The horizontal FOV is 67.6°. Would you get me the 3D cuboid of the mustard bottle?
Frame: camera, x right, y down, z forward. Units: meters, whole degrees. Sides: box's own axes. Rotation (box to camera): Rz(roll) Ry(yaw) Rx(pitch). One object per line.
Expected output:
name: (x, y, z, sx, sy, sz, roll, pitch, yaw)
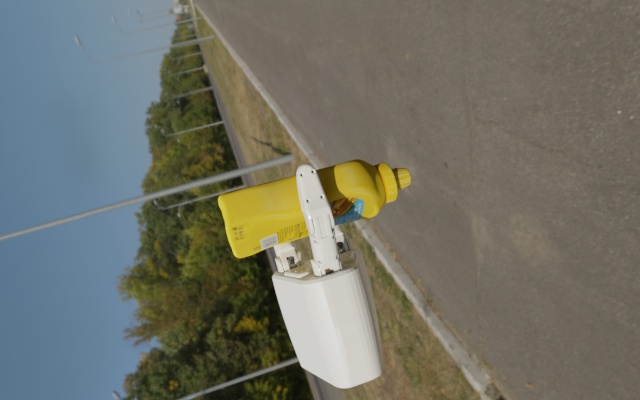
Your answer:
mustard bottle: (0.000, 0.001, 0.475, 0.191, 0.058, 0.096, -16, -22, -10)
